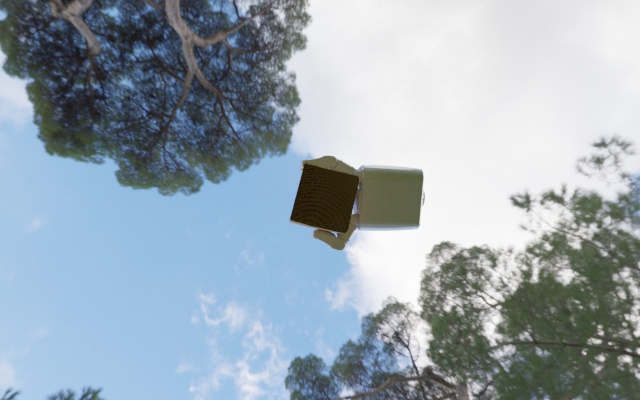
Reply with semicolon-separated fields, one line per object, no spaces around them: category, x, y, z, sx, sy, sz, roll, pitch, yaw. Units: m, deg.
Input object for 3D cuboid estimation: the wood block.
wood block;0.000;0.003;0.809;0.090;0.091;0.206;14;-4;-3
